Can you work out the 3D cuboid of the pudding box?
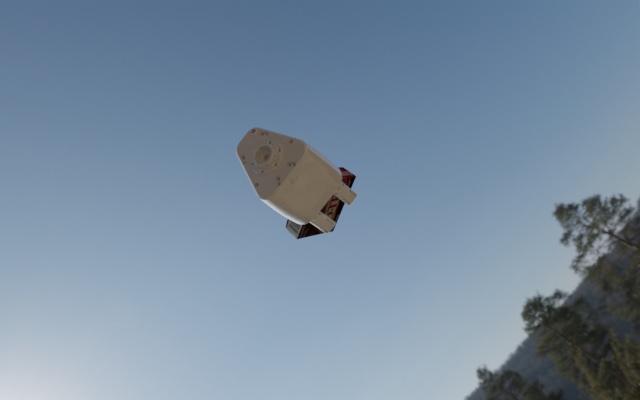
[{"bbox_3d":[0.000,0.002,0.773,0.090,0.113,0.039,-8,39,-47],"label":"pudding box"}]
